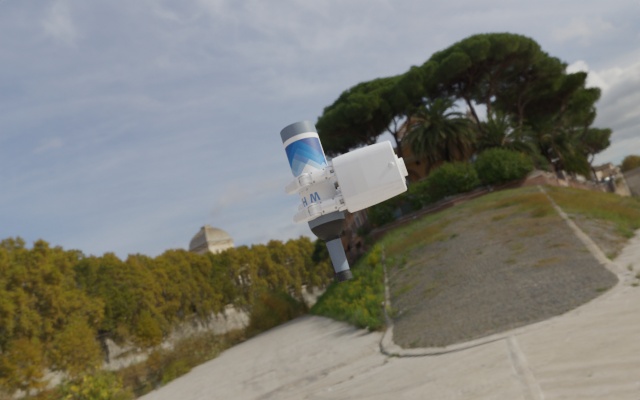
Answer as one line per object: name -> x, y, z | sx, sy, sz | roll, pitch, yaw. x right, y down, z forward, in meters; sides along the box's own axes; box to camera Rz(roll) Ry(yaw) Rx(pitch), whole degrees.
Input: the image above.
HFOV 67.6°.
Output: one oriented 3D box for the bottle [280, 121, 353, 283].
bottle -> 0.000, 0.003, 0.864 | 0.069, 0.295, 0.069 | -17, -11, -3
